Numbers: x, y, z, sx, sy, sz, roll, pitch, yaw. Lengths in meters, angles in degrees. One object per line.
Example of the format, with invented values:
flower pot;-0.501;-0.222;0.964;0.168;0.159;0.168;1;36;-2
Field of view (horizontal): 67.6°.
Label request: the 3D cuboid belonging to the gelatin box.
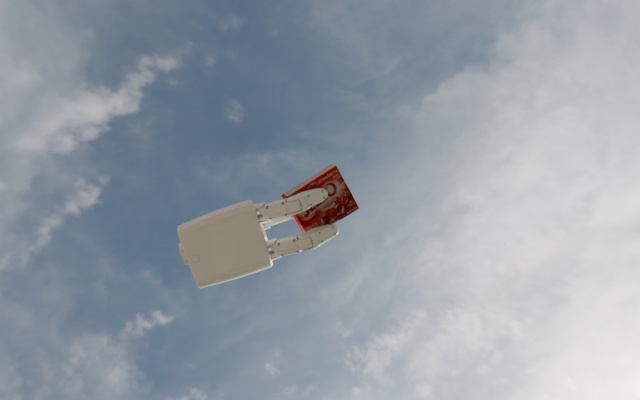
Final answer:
gelatin box;0.000;0.002;0.688;0.089;0.073;0.030;-32;15;-10
